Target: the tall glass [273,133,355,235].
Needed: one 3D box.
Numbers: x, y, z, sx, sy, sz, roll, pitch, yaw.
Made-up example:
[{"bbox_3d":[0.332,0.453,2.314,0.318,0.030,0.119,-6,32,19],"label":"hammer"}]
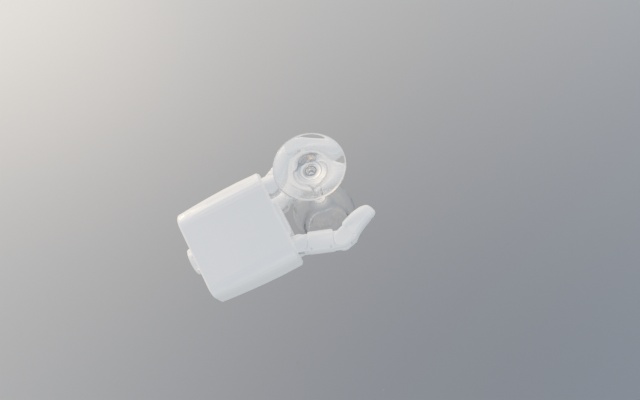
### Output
[{"bbox_3d":[0.000,0.002,0.564,0.079,0.079,0.201,0,-21,8],"label":"tall glass"}]
